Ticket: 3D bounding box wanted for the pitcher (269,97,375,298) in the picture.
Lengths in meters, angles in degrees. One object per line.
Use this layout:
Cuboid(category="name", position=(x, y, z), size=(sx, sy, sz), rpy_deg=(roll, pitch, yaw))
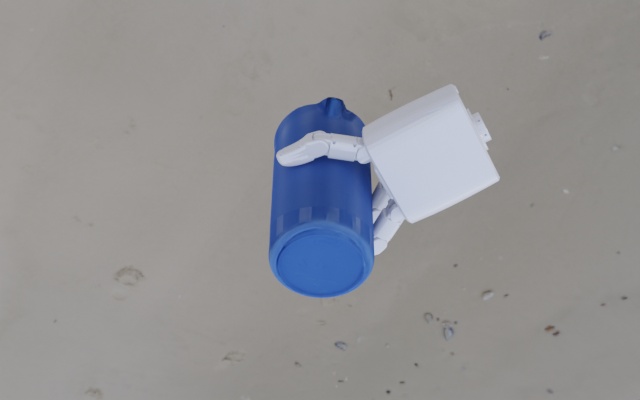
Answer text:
Cuboid(category="pitcher", position=(0.000, 0.002, 0.578), size=(0.145, 0.149, 0.242), rpy_deg=(-26, 33, 19))
